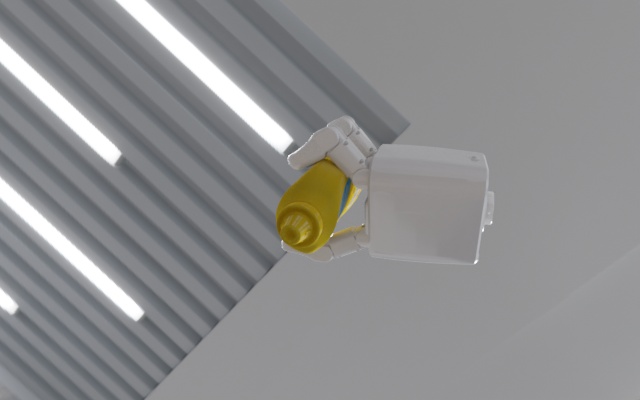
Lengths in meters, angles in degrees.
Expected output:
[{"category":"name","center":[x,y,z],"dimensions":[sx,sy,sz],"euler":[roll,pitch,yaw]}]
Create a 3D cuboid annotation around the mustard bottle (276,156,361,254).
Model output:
[{"category":"mustard bottle","center":[0.000,0.001,0.488],"dimensions":[0.058,0.096,0.191],"euler":[28,23,5]}]
